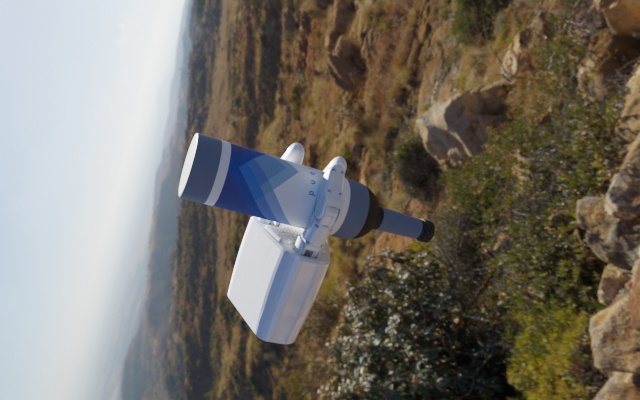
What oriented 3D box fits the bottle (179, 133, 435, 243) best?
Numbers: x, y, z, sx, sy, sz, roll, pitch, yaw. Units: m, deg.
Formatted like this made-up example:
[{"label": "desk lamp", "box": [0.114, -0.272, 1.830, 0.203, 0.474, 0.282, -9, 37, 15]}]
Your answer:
[{"label": "bottle", "box": [0.000, 0.002, 0.527, 0.296, 0.069, 0.069, 16, -6, -22]}]
